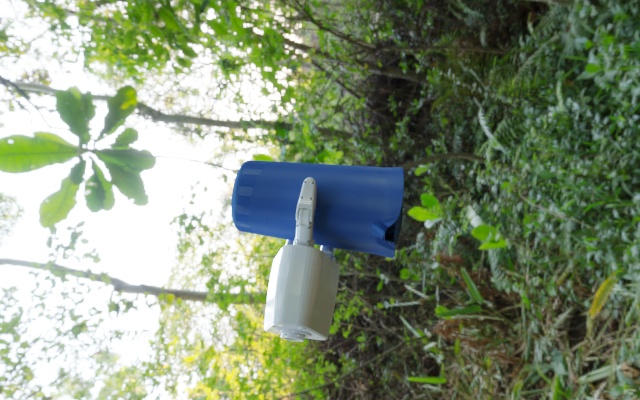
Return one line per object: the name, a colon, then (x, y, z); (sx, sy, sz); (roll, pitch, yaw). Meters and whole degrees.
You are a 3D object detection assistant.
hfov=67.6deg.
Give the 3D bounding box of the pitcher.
pitcher: (0.000, 0.002, 0.715); (0.243, 0.145, 0.149); (7, -22, 4)
